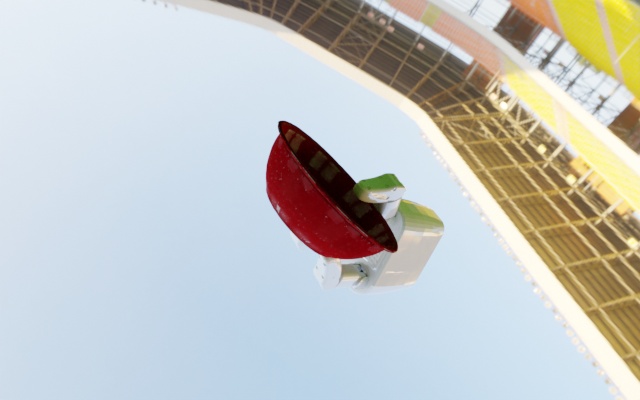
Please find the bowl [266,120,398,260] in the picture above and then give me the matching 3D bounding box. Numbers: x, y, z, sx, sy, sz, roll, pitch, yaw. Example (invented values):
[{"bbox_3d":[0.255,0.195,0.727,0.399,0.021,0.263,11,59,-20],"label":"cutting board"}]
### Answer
[{"bbox_3d":[-0.001,0.001,0.450,0.055,0.162,0.162,-42,-11,12],"label":"bowl"}]
